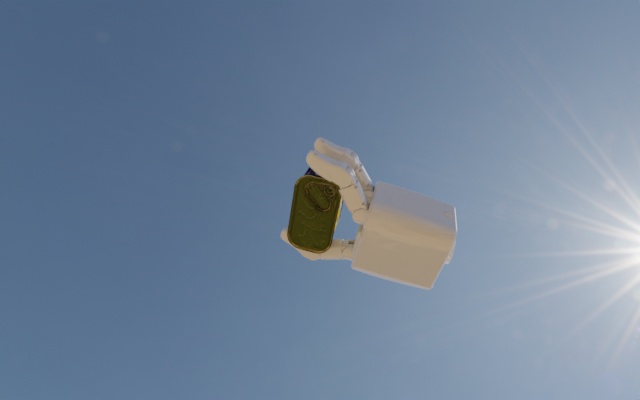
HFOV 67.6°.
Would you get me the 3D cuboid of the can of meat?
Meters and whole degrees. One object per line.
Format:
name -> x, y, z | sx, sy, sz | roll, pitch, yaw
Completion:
can of meat -> 0.000, 0.002, 0.611 | 0.057, 0.102, 0.084 | 14, 27, 7
